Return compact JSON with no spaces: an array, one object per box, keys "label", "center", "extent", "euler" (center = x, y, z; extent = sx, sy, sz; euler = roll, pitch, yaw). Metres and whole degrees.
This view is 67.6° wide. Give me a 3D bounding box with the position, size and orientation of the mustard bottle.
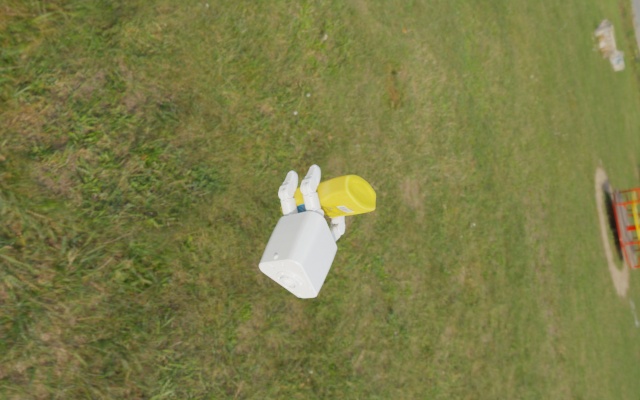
[{"label":"mustard bottle","center":[0.000,0.003,0.886],"extent":[0.191,0.058,0.096],"euler":[-12,-27,37]}]
